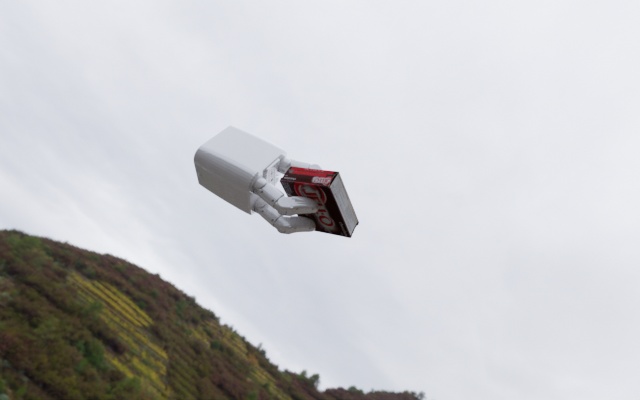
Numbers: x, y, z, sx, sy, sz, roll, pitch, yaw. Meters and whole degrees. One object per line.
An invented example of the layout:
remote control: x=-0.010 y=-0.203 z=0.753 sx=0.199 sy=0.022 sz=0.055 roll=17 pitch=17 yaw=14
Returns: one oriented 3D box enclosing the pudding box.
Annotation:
pudding box: x=0.000 y=0.002 z=0.727 sx=0.090 sy=0.039 sz=0.114 roll=9 pitch=-38 yaw=35
